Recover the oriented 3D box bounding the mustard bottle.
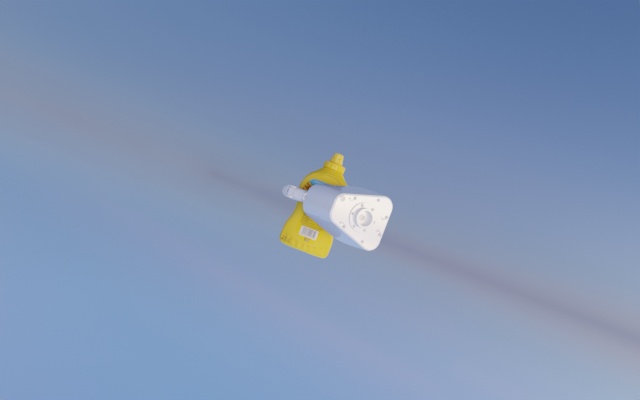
[{"bbox_3d":[0.000,0.003,0.889,0.096,0.191,0.058,21,-1,-1],"label":"mustard bottle"}]
